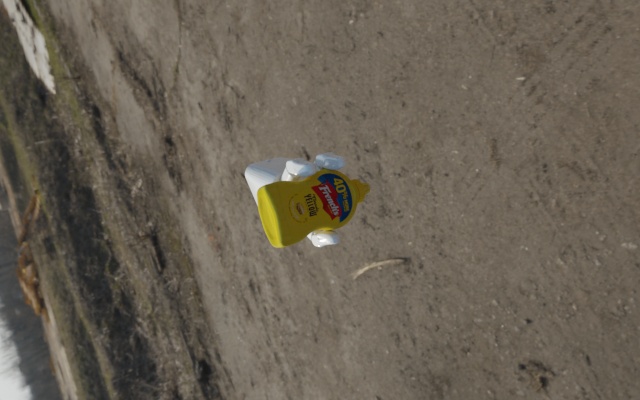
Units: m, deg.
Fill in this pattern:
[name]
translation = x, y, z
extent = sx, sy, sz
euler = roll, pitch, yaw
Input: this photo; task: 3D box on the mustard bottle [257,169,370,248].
[mustard bottle]
translation = 0.000, 0.003, 0.747
extent = 0.191, 0.096, 0.058
euler = -17, 0, -33
